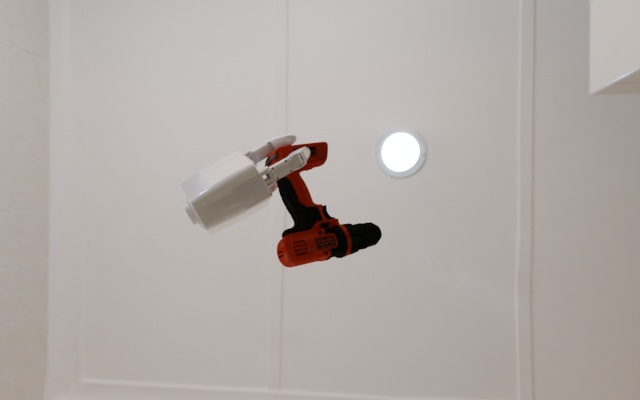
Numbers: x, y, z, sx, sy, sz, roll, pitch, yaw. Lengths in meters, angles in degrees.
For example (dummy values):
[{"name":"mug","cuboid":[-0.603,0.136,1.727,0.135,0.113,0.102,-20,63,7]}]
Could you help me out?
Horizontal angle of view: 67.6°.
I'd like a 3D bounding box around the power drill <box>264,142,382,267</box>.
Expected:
[{"name":"power drill","cuboid":[0.000,0.002,0.757,0.184,0.187,0.057,-10,-15,-32]}]
